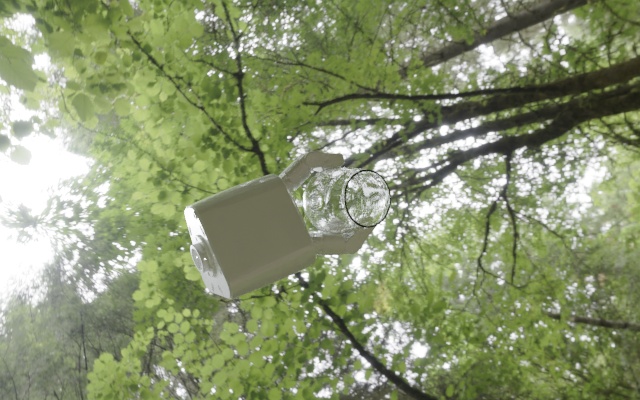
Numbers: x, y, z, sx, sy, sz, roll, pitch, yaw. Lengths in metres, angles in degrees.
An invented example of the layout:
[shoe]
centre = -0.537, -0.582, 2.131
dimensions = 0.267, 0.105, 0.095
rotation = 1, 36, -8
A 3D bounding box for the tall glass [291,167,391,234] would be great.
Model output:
[tall glass]
centre = 0.000, 0.002, 0.589
dimensions = 0.079, 0.079, 0.201
rotation = 0, -2, -31
